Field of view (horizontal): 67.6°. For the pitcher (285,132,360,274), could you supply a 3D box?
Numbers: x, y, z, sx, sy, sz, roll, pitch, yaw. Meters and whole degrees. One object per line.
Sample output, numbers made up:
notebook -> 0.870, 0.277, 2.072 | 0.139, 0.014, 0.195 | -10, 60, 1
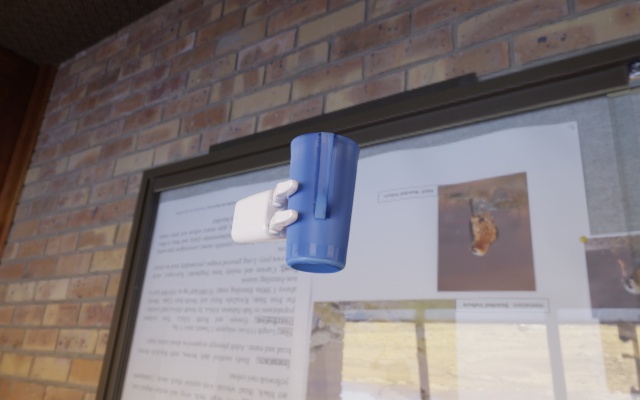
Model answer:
pitcher -> 0.000, 0.003, 0.873 | 0.145, 0.242, 0.149 | -12, -25, 39
